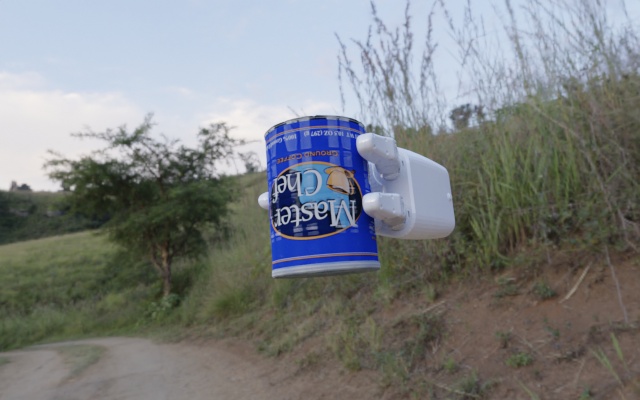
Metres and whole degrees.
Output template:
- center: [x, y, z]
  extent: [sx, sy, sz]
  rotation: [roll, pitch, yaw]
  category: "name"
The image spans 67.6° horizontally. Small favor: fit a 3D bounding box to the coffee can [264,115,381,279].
- center: [0.000, 0.002, 0.465]
  extent: [0.103, 0.140, 0.103]
  rotation: [-4, -11, -1]
  category: "coffee can"
